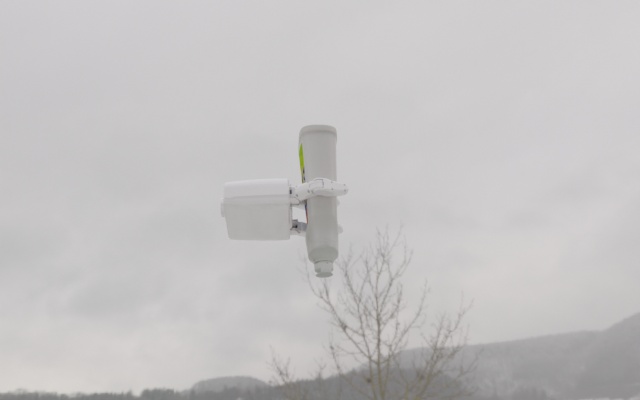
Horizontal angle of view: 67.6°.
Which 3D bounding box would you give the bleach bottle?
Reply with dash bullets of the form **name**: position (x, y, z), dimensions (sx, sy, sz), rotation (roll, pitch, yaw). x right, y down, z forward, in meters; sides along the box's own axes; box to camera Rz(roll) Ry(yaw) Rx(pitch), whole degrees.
- **bleach bottle**: position (0.000, 0.003, 0.805), dimensions (0.068, 0.250, 0.103), rotation (-1, -26, -6)
